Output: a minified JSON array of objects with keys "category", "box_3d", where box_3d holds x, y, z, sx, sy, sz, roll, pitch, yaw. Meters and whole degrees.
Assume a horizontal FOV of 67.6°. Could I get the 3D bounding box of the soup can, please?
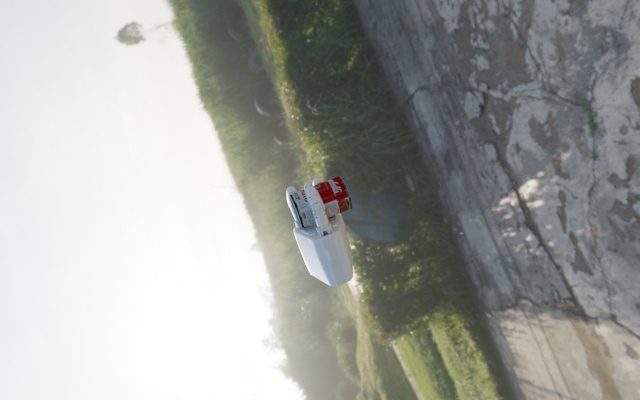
[{"category":"soup can","box_3d":[0.000,0.003,0.899,0.102,0.068,0.068,-21,3,-8]}]
